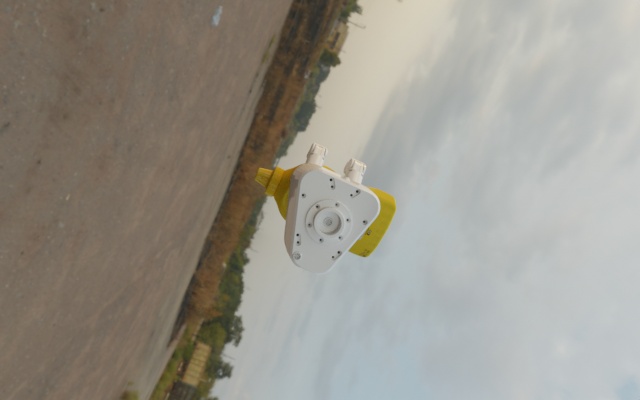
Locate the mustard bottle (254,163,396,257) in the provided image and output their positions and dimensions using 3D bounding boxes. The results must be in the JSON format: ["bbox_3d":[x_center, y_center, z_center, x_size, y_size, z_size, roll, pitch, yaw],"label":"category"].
[{"bbox_3d":[0.000,0.002,0.658,0.191,0.096,0.058,24,27,-7],"label":"mustard bottle"}]
